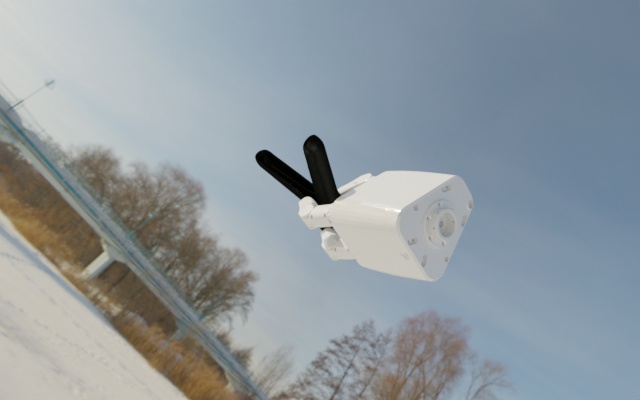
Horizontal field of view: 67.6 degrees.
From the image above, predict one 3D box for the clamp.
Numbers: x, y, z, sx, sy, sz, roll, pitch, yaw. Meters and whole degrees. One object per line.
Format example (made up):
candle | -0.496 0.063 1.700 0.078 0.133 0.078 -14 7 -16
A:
clamp | 0.001 0.002 0.643 0.036 0.210 0.164 -45 26 -21
